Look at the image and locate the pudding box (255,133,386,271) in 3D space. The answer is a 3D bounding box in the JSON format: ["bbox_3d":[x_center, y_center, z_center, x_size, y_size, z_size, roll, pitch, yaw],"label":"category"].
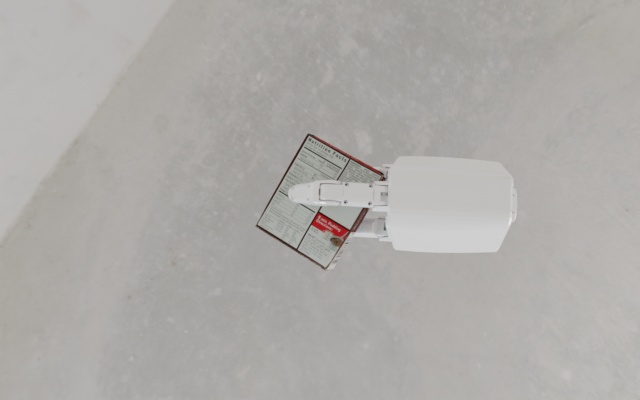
[{"bbox_3d":[0.000,0.002,0.487,0.090,0.113,0.039,31,1,12],"label":"pudding box"}]
